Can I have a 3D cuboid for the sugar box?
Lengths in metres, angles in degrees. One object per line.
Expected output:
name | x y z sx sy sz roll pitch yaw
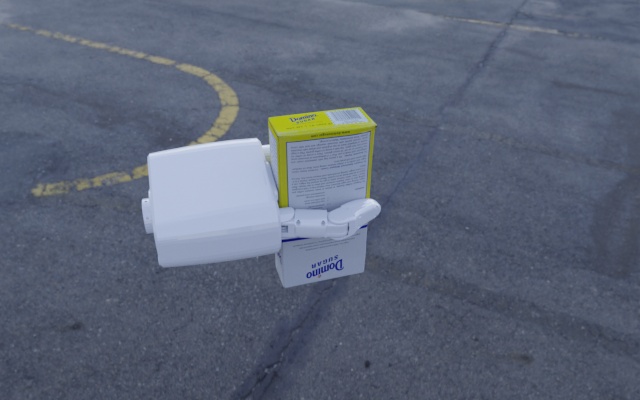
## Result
sugar box | 0.000 0.001 0.472 0.093 0.176 0.048 -8 37 -15
